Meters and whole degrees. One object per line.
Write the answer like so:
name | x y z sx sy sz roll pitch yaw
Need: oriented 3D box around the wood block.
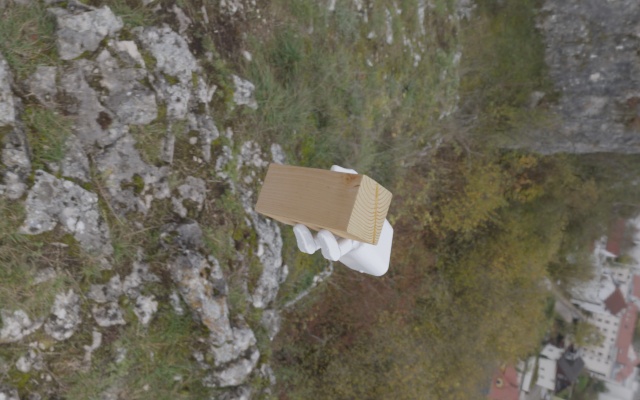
wood block | 0.001 0.002 0.791 0.206 0.091 0.090 10 -12 41
